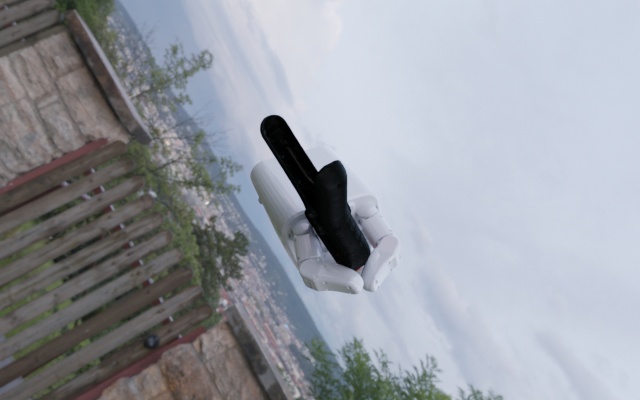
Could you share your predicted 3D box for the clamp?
[{"bbox_3d":[0.001,0.001,0.428,0.039,0.172,0.120,-28,47,-9],"label":"clamp"}]
